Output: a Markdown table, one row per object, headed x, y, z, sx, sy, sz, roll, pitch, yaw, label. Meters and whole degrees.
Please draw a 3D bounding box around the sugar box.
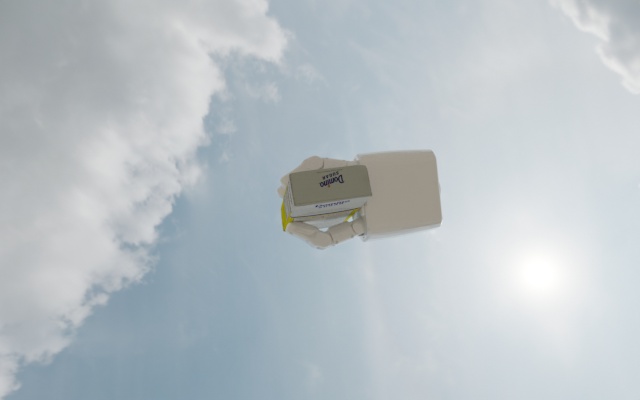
| x | y | z | sx | sy | sz | roll | pitch | yaw | label |
| --- | --- | --- | --- | --- | --- | --- | --- | --- | --- |
| 0.000 | 0.002 | 0.619 | 0.093 | 0.048 | 0.176 | -8 | -15 | -11 | sugar box |
